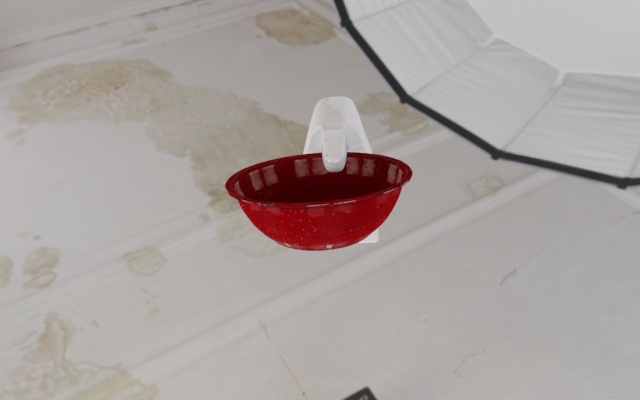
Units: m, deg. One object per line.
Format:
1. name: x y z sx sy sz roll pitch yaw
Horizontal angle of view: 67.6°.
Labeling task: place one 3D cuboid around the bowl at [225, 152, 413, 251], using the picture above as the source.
1. bowl: 0.000 0.002 0.423 0.162 0.055 0.162 -4 18 1
